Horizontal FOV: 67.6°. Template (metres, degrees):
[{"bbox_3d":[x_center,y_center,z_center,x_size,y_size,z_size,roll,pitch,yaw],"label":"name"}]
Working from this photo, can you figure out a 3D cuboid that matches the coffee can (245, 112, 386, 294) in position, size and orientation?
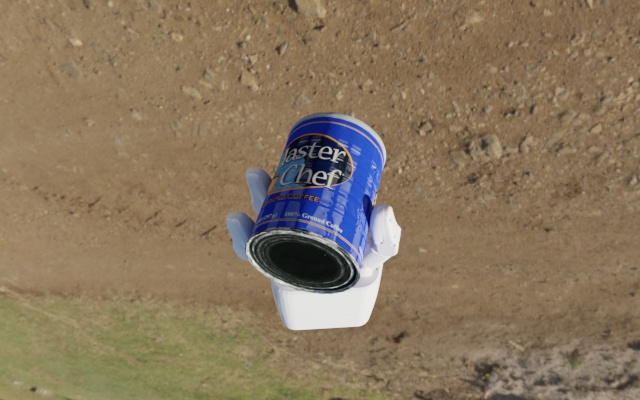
[{"bbox_3d":[0.000,0.001,0.451,0.103,0.140,0.103,11,-36,8],"label":"coffee can"}]
